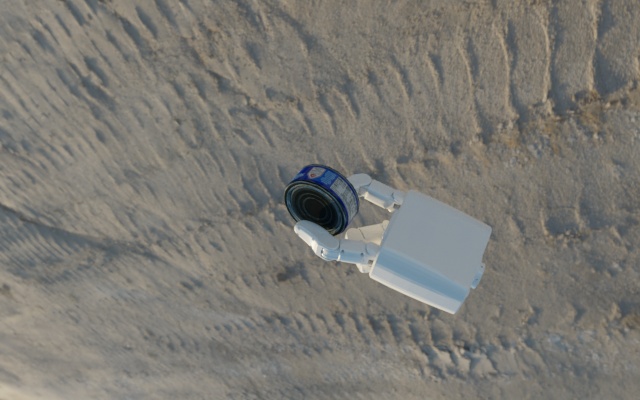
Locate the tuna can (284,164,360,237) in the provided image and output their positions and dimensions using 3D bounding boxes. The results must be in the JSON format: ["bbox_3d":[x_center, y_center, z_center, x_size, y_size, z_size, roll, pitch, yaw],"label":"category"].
[{"bbox_3d":[0.000,0.002,0.559,0.086,0.086,0.033,0,37,38],"label":"tuna can"}]
